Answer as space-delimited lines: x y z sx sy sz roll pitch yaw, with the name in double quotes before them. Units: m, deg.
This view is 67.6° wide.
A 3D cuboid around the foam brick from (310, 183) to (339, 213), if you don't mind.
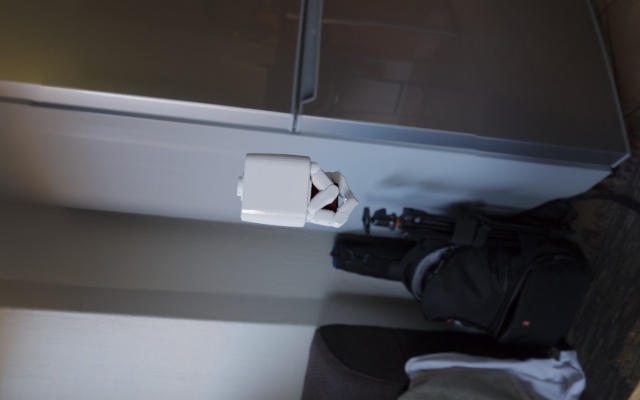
"foam brick" 0.000 0.003 0.844 0.051 0.053 0.078 3 -17 -8
